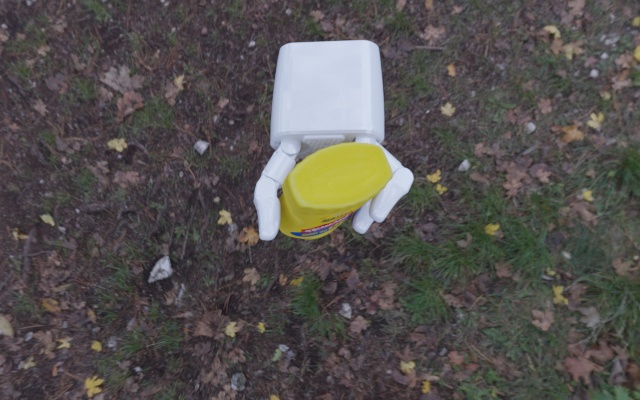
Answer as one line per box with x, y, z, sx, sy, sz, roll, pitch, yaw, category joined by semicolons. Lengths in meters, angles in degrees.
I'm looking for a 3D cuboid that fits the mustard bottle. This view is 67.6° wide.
0.000;0.002;0.499;0.096;0.058;0.192;-20;-10;-16;mustard bottle
